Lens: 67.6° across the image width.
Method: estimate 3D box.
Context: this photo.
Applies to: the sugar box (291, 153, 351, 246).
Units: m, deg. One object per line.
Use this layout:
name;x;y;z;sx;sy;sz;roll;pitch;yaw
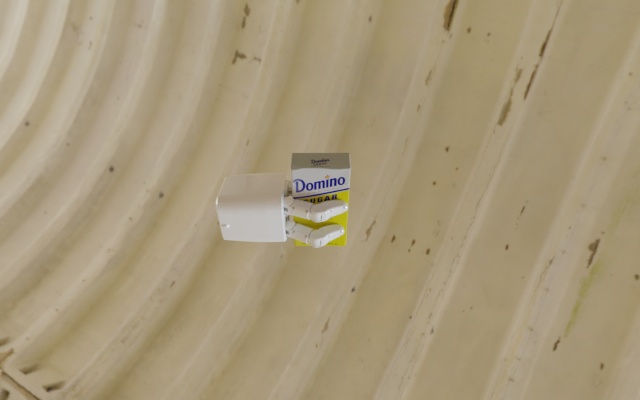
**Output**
sugar box;0.000;0.003;0.787;0.093;0.048;0.176;-1;-45;0
